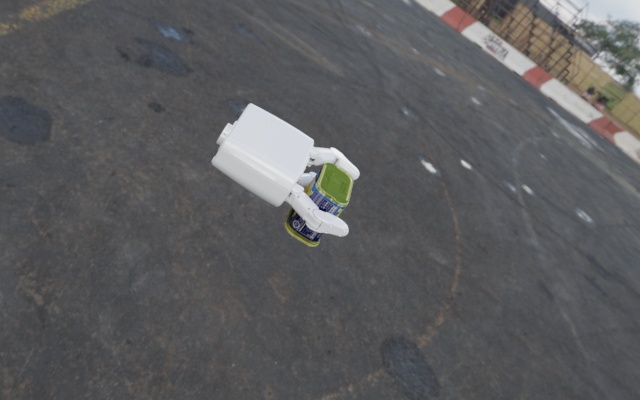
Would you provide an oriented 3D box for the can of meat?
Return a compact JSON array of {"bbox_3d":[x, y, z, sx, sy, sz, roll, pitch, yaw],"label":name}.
[{"bbox_3d":[0.000,0.002,0.685,0.057,0.084,0.102,33,29,-9],"label":"can of meat"}]
